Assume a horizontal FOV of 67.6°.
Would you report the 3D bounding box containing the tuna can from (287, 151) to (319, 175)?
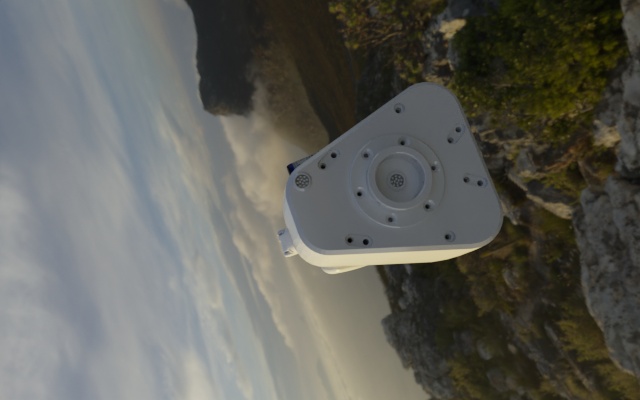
[{"bbox_3d":[0.000,0.002,0.429,0.034,0.086,0.086,-22,1,-2],"label":"tuna can"}]
